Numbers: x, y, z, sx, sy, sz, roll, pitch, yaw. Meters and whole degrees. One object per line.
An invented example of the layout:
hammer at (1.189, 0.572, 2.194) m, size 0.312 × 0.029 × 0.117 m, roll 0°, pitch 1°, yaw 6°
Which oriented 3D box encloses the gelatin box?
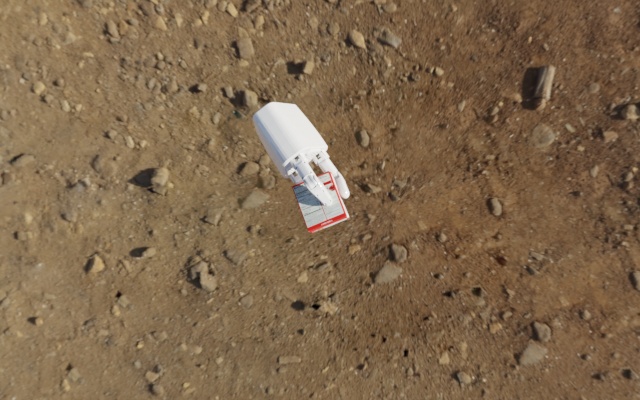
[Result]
gelatin box at (0.000, 0.003, 0.832) m, size 0.073 × 0.089 × 0.030 m, roll -23°, pitch -11°, yaw 9°
